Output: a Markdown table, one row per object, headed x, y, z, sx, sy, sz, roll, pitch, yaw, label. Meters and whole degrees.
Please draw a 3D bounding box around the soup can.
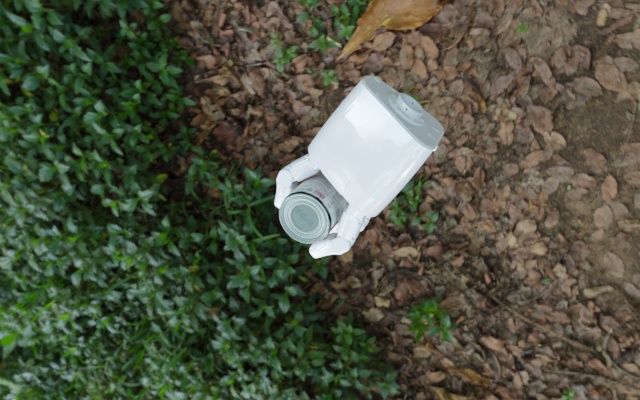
| x | y | z | sx | sy | sz | roll | pitch | yaw | label |
| --- | --- | --- | --- | --- | --- | --- | --- | --- | --- |
| 0.000 | 0.002 | 0.595 | 0.068 | 0.068 | 0.102 | 0 | 23 | 24 | soup can |
